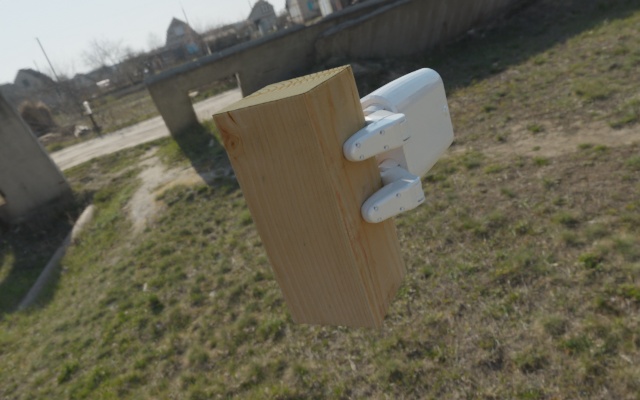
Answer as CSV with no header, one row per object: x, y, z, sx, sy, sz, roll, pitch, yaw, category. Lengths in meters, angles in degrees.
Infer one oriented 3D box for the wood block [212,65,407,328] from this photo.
0.000,0.001,0.421,0.091,0.206,0.090,-5,25,31,wood block
